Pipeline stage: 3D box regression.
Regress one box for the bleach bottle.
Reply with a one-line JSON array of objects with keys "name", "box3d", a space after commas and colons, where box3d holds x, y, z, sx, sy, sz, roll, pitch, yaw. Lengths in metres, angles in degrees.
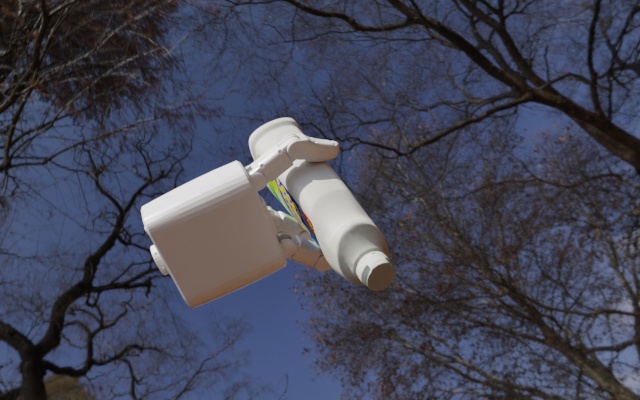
[{"name": "bleach bottle", "box3d": [0.000, 0.002, 0.497, 0.068, 0.103, 0.250, -27, 36, -10]}]
